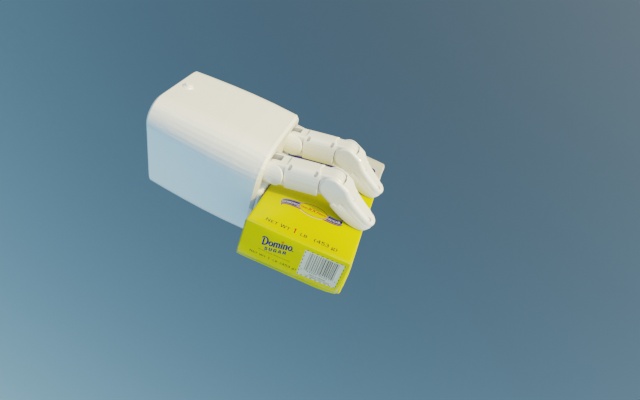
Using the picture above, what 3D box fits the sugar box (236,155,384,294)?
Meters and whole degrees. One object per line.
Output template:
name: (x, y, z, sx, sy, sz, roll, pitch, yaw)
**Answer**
sugar box: (0.000, 0.001, 0.451, 0.093, 0.048, 0.176, 24, 37, 1)
